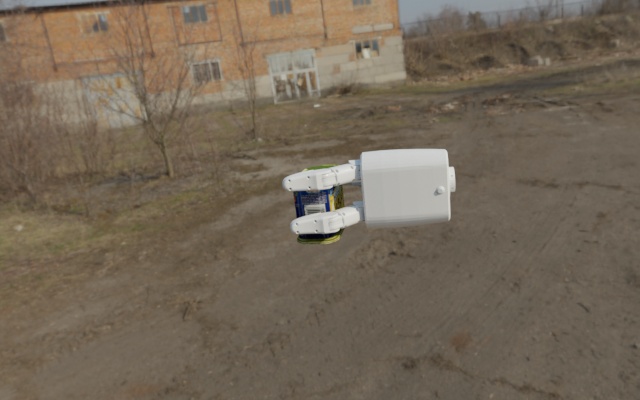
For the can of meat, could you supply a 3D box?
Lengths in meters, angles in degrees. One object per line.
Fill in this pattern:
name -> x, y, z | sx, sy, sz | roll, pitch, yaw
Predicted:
can of meat -> 0.000, 0.002, 0.643 | 0.057, 0.084, 0.102 | -2, 16, 15
